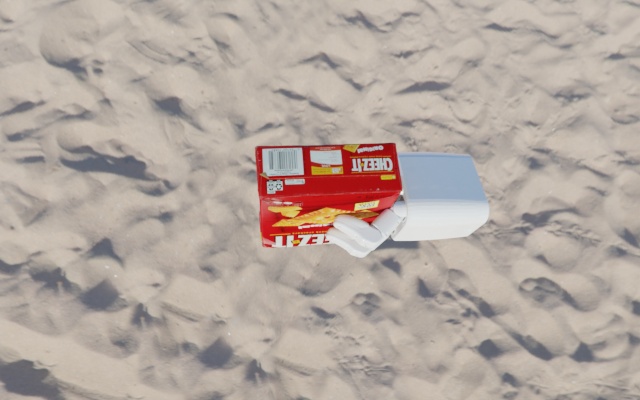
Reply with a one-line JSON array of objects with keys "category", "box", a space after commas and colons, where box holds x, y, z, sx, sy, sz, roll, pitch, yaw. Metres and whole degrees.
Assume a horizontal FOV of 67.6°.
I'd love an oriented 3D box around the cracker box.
[{"category": "cracker box", "box": [0.000, 0.002, 0.629, 0.164, 0.072, 0.214, -3, -20, -7]}]
